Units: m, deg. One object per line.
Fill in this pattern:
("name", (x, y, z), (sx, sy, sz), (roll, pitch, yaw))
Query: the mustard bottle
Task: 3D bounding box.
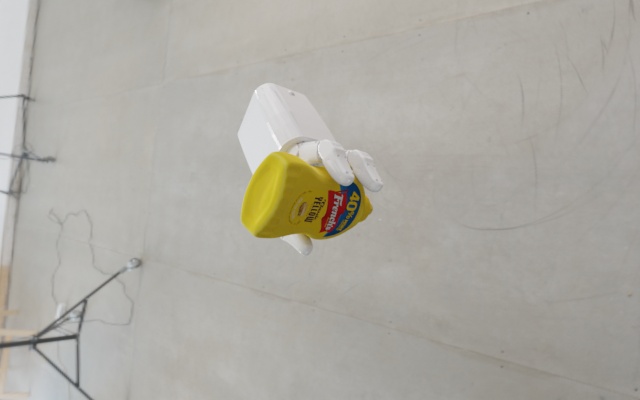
("mustard bottle", (0.000, 0.002, 0.580), (0.191, 0.096, 0.058), (8, 22, -48))
